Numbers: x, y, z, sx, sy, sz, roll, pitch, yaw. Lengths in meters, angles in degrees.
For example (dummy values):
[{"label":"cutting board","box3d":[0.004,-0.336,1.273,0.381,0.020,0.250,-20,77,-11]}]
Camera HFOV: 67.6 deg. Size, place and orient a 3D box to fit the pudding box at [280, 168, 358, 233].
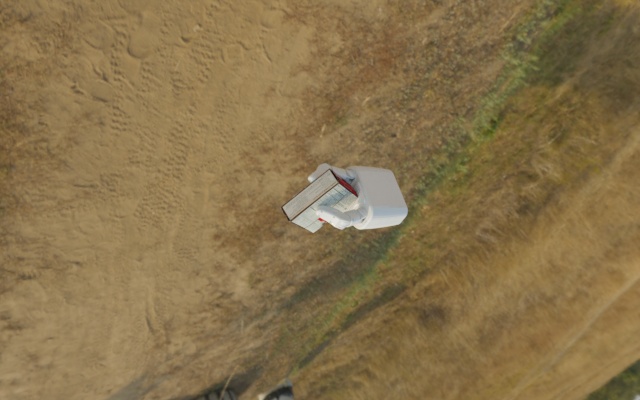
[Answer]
[{"label":"pudding box","box3d":[0.000,0.003,0.835,0.113,0.039,0.090,-40,-30,10]}]
